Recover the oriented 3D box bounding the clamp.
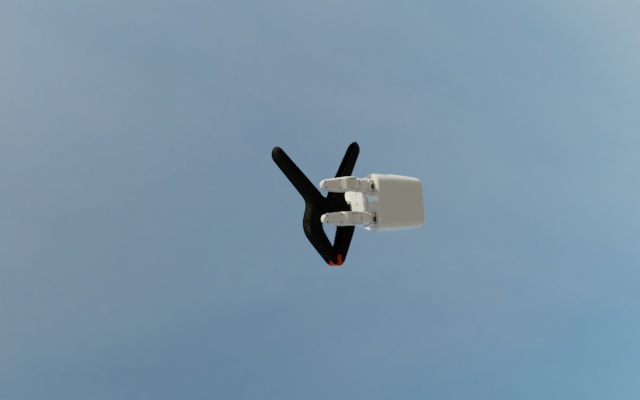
[{"bbox_3d":[0.000,0.003,0.779,0.164,0.210,0.036,0,-7,-30],"label":"clamp"}]
